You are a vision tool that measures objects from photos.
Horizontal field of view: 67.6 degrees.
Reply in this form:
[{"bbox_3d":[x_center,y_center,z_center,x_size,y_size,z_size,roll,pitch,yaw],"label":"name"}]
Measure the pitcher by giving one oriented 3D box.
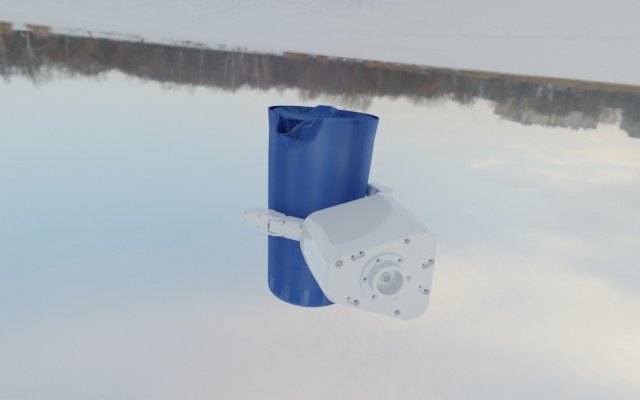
[{"bbox_3d":[0.000,0.002,0.607,0.149,0.243,0.145,1,17,-16],"label":"pitcher"}]
